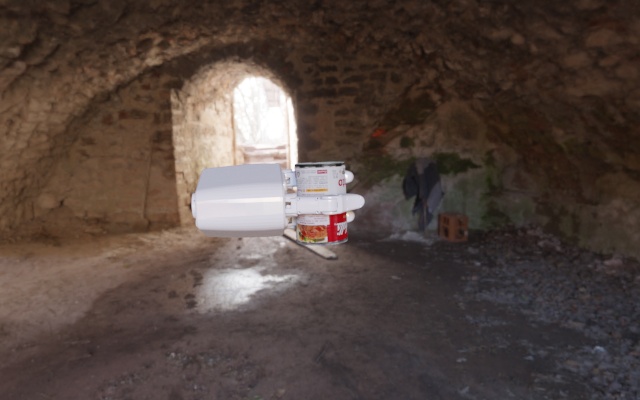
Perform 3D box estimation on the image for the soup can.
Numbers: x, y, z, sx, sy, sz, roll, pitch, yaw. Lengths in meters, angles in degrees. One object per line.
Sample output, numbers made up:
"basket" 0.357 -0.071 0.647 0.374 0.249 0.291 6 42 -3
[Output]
"soup can" 0.001 0.002 0.621 0.068 0.102 0.068 -2 7 0
